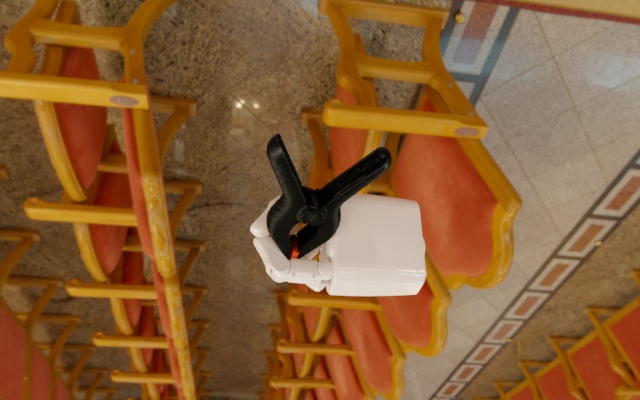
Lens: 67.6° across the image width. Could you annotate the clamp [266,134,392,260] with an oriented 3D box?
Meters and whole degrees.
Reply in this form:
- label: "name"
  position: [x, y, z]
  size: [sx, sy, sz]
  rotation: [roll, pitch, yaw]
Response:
- label: "clamp"
  position: [0.000, 0.002, 0.488]
  size: [0.120, 0.039, 0.172]
  rotation: [3, -41, -9]
